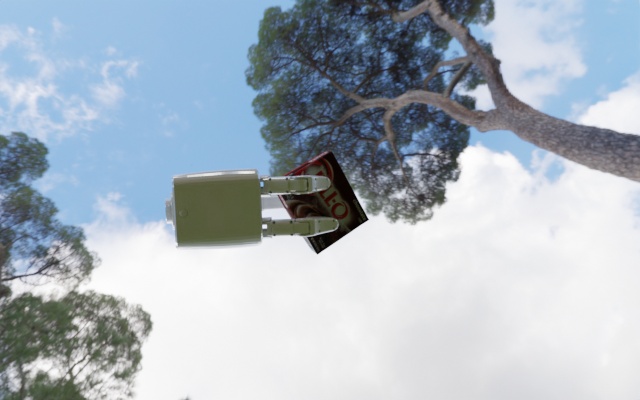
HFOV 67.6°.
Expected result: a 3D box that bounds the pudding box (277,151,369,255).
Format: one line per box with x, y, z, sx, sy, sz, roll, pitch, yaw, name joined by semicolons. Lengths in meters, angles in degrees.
0.000;0.002;0.651;0.090;0.113;0.039;-33;14;-14;pudding box
